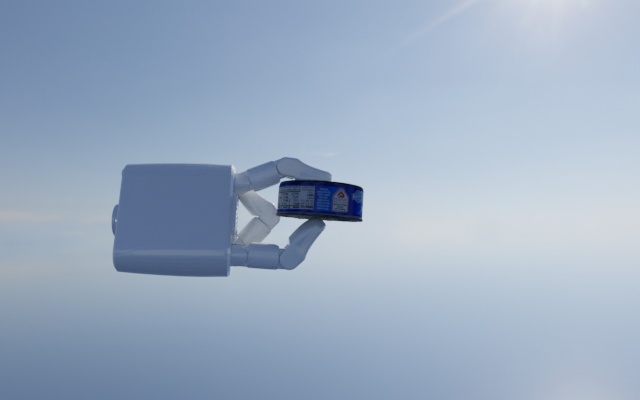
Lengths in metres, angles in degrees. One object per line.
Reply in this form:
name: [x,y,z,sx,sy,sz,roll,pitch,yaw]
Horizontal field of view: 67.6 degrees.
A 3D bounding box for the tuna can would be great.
tuna can: [0.000,0.001,0.473,0.086,0.033,0.086,4,-5,0]
